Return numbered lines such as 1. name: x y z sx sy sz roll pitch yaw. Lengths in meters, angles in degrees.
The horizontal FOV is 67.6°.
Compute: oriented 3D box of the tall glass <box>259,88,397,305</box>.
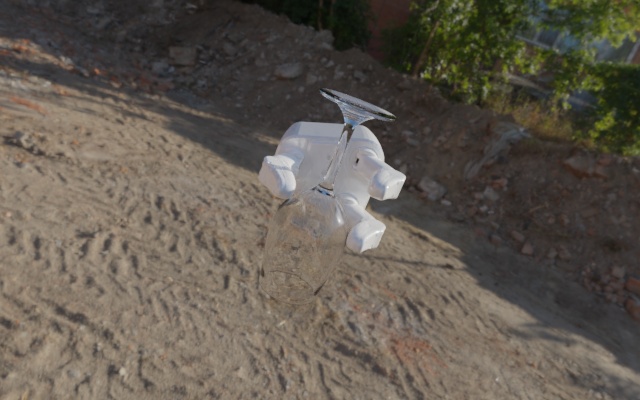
1. tall glass: 0.000 0.001 0.458 0.079 0.201 0.079 19 19 -7
